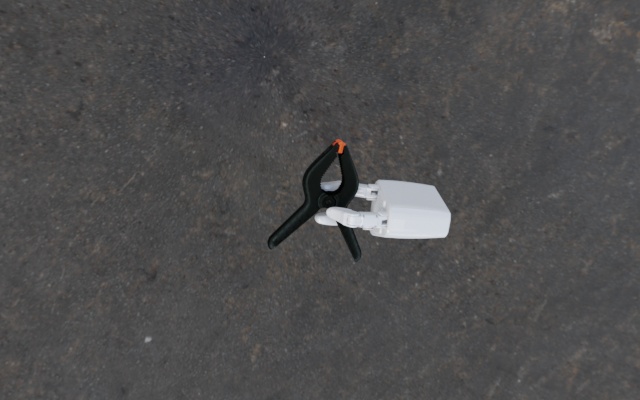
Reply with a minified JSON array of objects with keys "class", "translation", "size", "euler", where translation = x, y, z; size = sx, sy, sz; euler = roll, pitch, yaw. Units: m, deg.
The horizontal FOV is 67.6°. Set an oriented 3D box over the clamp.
[{"class":"clamp","translation":[0.001,0.002,0.793],"size":[0.164,0.210,0.036],"euler":[3,16,-12]}]
